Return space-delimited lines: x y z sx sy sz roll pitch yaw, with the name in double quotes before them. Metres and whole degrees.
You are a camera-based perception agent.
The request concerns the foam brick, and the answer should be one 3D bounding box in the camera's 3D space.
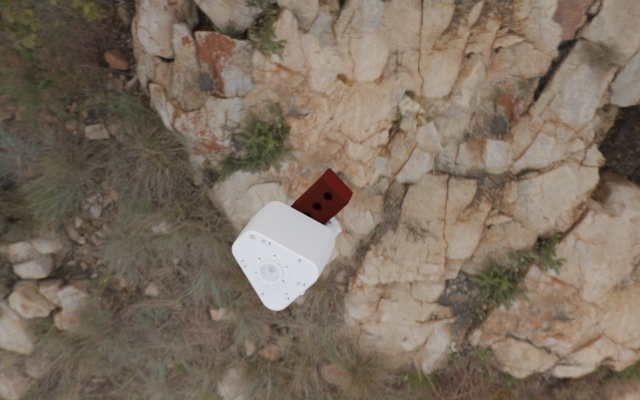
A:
"foam brick" 0.000 0.002 0.686 0.078 0.053 0.051 -44 4 21
